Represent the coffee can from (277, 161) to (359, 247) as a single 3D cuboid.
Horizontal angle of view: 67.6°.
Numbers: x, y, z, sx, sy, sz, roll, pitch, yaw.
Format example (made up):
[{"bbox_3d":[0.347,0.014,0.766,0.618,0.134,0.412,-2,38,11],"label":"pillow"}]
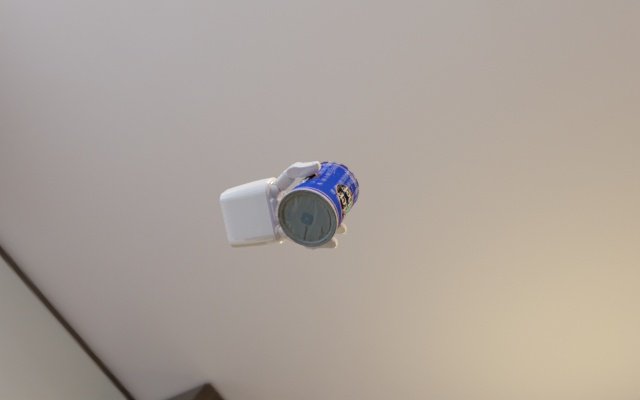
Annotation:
[{"bbox_3d":[0.000,0.003,0.826,0.103,0.103,0.140,0,23,21],"label":"coffee can"}]
